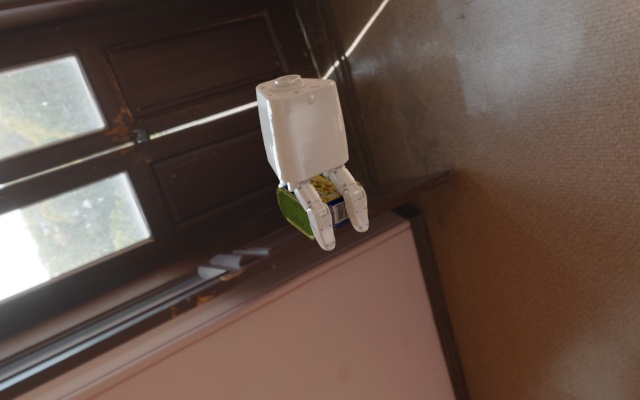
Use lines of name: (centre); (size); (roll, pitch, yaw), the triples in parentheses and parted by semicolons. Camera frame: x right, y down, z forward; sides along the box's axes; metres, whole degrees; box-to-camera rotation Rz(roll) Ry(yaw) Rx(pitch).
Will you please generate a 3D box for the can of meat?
can of meat: (0.000, 0.002, 0.656); (0.084, 0.057, 0.102); (-24, 34, -27)
